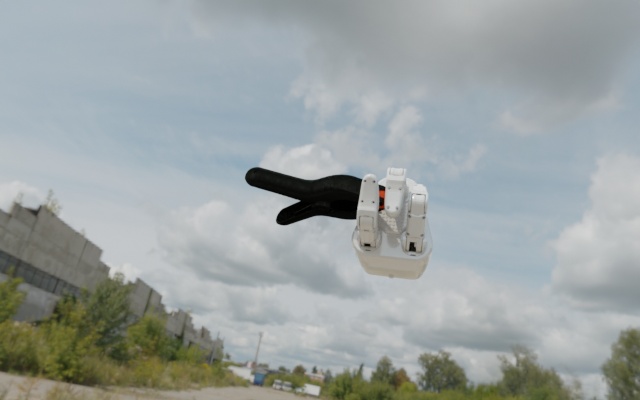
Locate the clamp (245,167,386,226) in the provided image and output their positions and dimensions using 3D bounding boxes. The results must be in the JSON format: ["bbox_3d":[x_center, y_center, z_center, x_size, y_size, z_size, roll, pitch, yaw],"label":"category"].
[{"bbox_3d":[0.000,0.001,0.600,0.171,0.039,0.120,7,-23,12],"label":"clamp"}]
